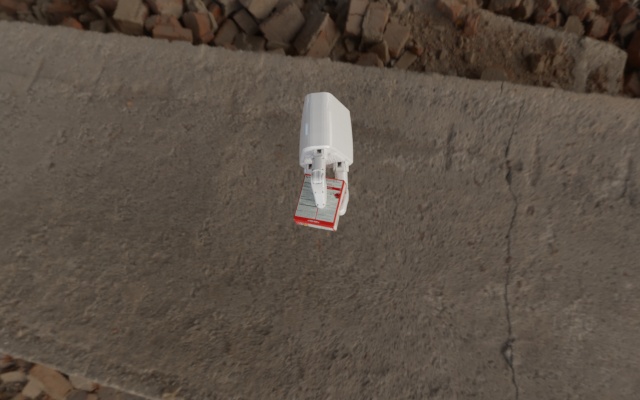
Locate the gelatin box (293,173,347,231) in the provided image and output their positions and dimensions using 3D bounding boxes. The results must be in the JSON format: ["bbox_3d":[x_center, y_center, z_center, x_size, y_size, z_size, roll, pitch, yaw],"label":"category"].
[{"bbox_3d":[0.000,0.003,0.829,0.073,0.089,0.030,10,-17,14],"label":"gelatin box"}]
